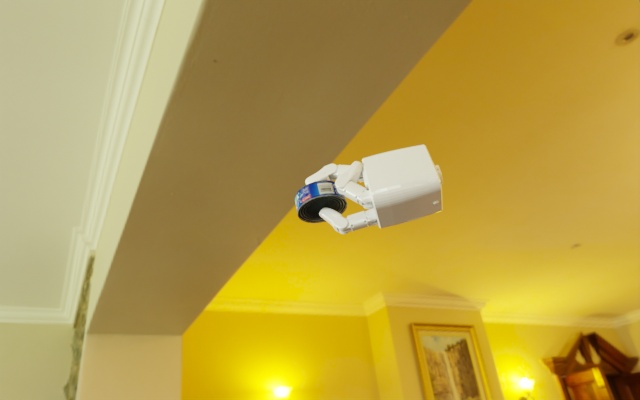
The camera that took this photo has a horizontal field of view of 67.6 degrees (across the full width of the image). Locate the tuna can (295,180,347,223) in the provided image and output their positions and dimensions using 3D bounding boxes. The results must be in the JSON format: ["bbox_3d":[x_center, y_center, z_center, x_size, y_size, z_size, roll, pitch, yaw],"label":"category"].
[{"bbox_3d":[0.000,0.002,0.811,0.086,0.033,0.086,-10,-31,-6],"label":"tuna can"}]
